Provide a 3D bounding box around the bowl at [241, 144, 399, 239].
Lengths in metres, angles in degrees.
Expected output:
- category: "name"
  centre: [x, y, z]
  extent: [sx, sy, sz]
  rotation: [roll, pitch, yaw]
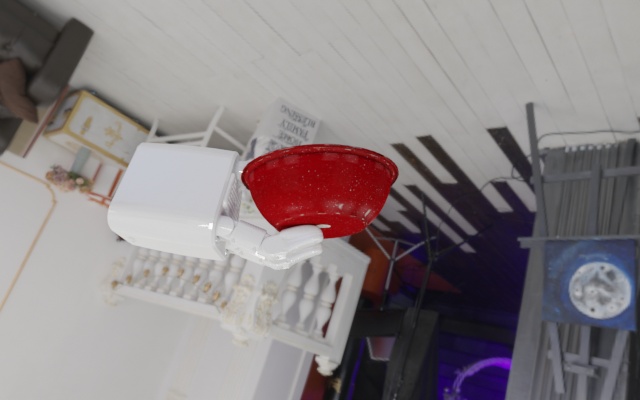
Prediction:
- category: "bowl"
  centre: [0.001, 0.002, 0.483]
  extent: [0.162, 0.055, 0.162]
  rotation: [-2, -19, -1]
